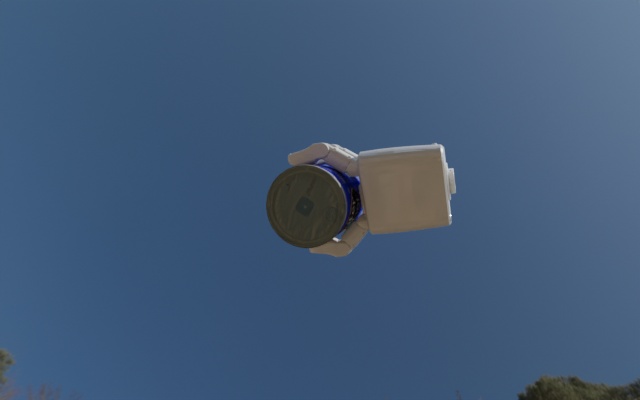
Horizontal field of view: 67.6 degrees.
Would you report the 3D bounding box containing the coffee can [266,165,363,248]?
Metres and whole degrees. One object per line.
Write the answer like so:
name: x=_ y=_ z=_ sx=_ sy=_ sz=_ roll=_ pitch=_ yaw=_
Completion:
coffee can: x=0.000 y=0.002 z=0.647 sx=0.103 sy=0.103 sz=0.140 roll=0 pitch=5 yaw=16
